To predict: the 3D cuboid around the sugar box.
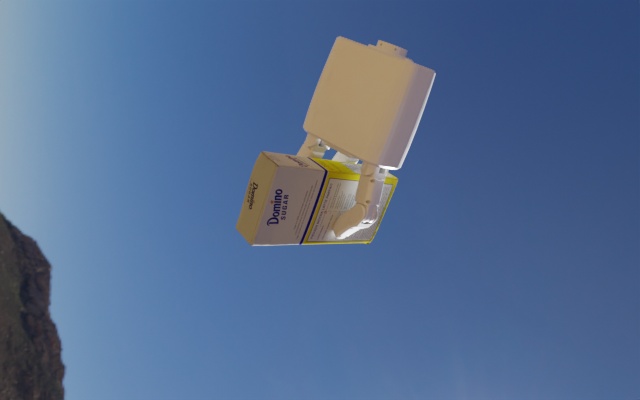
[{"bbox_3d":[0.000,0.001,0.536,0.176,0.093,0.048,6,23,-38],"label":"sugar box"}]
